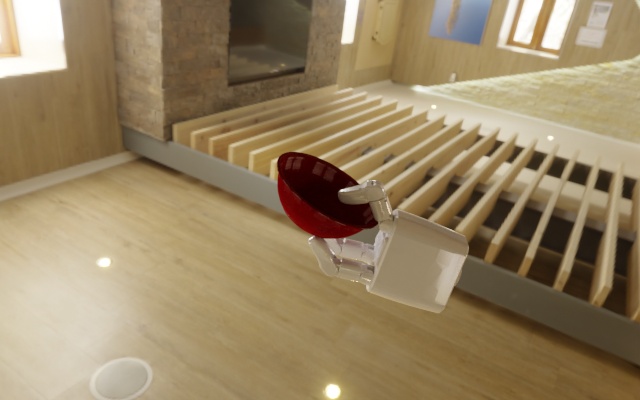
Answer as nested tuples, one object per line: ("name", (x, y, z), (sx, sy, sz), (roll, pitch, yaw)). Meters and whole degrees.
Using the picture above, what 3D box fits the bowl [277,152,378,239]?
("bowl", (-0.001, 0.002, 0.658), (0.162, 0.055, 0.162), (27, 26, -15))
